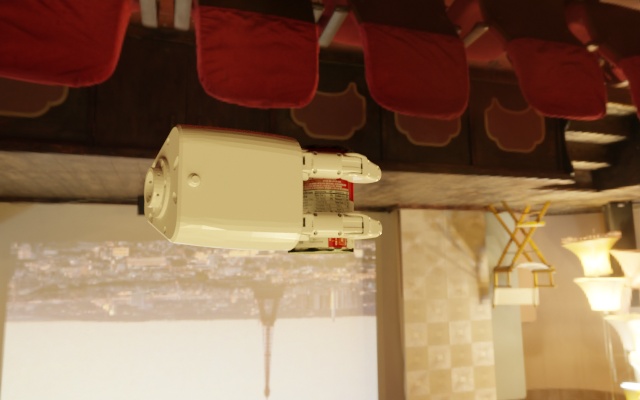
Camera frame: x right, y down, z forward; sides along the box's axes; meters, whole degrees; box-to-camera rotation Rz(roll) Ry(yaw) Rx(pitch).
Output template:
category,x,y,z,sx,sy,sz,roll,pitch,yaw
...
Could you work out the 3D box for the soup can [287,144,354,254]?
category,x,y,z,sx,sy,sz,roll,pitch,yaw
soup can,0.000,0.002,0.476,0.068,0.102,0.068,0,-8,0
